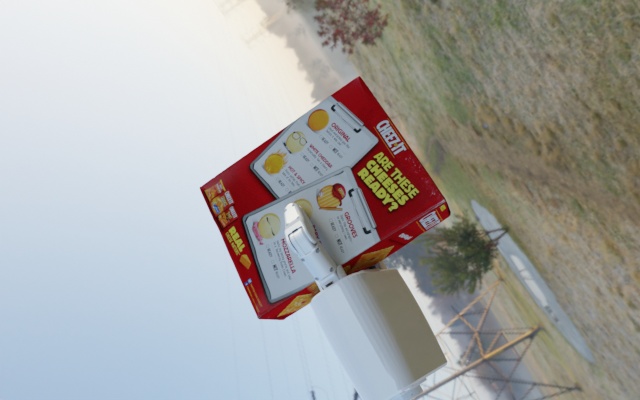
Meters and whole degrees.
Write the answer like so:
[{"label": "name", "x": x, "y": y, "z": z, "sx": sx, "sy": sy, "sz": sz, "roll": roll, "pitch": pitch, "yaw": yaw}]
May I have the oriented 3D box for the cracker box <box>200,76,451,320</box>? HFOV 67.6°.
[{"label": "cracker box", "x": 0.000, "y": 0.002, "z": 0.504, "sx": 0.214, "sy": 0.164, "sz": 0.072, "roll": -33, "pitch": -23, "yaw": 9}]
